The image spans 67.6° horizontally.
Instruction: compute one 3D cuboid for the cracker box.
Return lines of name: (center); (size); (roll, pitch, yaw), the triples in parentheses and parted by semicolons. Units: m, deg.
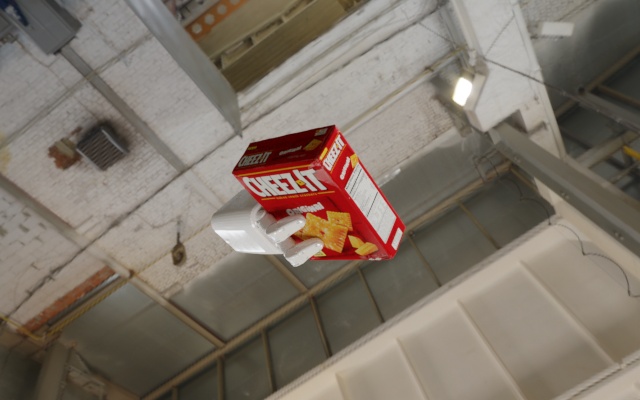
cracker box: (0.000, 0.002, 0.694); (0.164, 0.072, 0.214); (-6, -44, 39)
